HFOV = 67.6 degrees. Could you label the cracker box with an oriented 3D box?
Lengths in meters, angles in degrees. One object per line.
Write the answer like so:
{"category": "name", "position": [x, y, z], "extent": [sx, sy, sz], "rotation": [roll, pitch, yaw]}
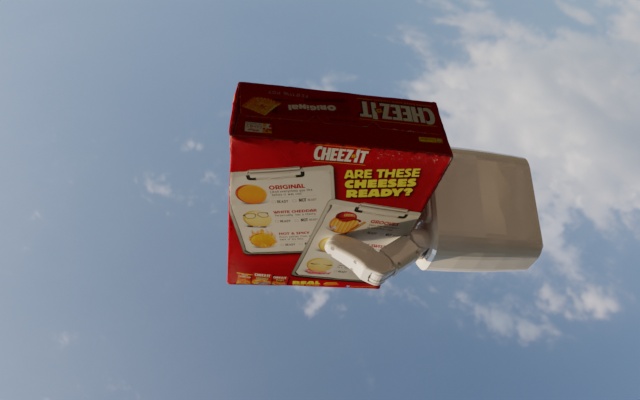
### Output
{"category": "cracker box", "position": [0.000, 0.002, 0.437], "extent": [0.164, 0.072, 0.214], "rotation": [4, -39, -9]}
